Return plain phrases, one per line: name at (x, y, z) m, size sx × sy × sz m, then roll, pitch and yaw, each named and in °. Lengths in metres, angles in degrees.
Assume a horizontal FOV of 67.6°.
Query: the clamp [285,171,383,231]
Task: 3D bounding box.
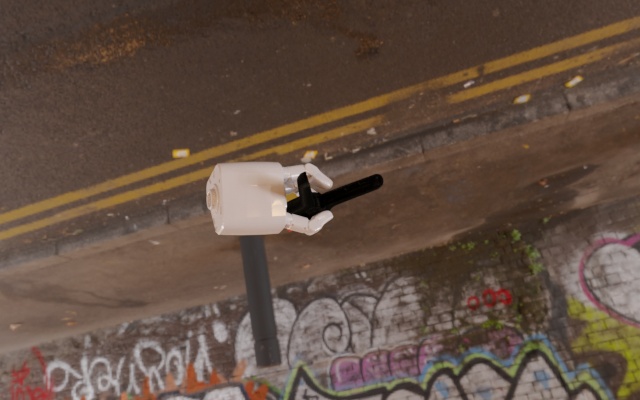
clamp at (0.000, 0.004, 0.832) m, size 0.164 × 0.036 × 0.210 m, roll -2°, pitch -23°, yaw -28°
